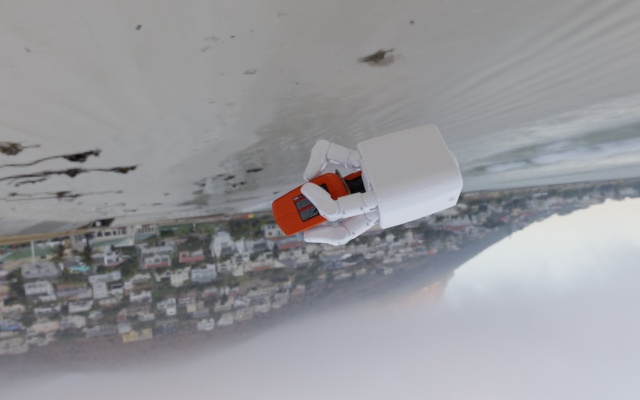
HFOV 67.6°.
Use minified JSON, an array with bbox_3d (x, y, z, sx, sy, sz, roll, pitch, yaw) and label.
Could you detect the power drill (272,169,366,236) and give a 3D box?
[{"bbox_3d":[0.000,0.002,0.708,0.184,0.057,0.187,-27,-2,19],"label":"power drill"}]
